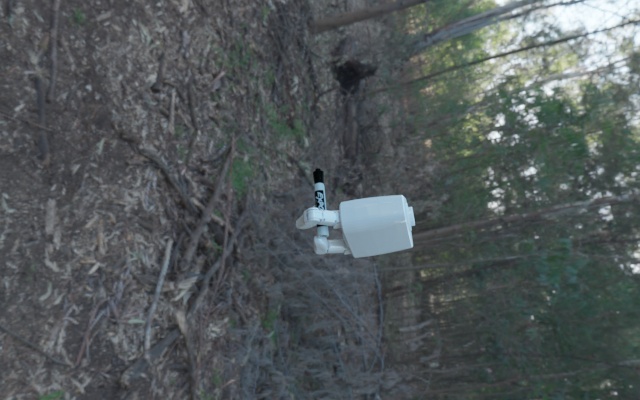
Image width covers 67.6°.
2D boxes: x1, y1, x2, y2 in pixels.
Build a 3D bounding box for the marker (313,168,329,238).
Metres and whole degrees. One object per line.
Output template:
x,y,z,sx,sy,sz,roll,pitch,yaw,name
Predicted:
0.000,0.003,0.805,0.020,0.121,0.020,-4,-20,-1,marker
